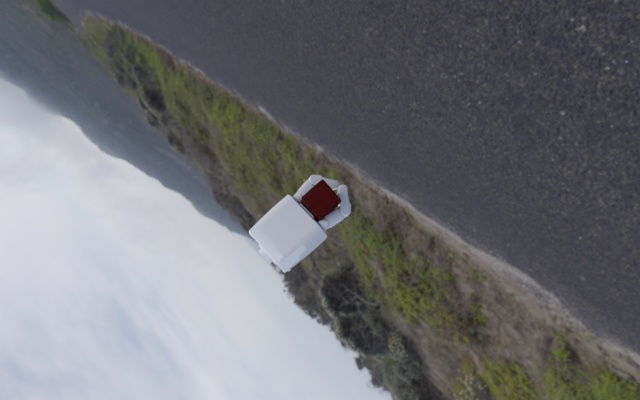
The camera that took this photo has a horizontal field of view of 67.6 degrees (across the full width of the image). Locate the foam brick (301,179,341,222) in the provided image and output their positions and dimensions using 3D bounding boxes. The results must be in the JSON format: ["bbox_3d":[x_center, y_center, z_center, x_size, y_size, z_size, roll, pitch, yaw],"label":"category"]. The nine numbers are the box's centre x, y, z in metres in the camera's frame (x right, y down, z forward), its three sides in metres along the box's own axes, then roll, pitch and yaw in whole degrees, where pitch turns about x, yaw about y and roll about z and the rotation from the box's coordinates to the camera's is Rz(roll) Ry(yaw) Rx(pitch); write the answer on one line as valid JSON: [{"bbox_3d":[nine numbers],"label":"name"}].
[{"bbox_3d":[0.000,0.003,0.879,0.051,0.053,0.078,-41,-5,-8],"label":"foam brick"}]
